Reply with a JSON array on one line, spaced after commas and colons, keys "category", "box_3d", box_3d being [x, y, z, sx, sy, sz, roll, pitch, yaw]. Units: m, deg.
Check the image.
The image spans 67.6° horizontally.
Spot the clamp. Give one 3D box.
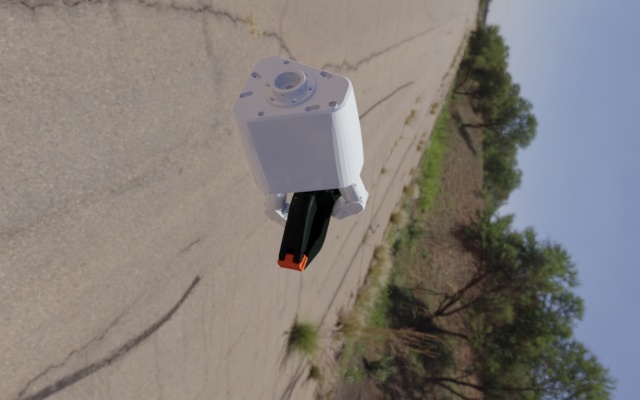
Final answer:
[{"category": "clamp", "box_3d": [0.001, 0.002, 0.583, 0.036, 0.209, 0.165, 8, -34, 18]}]
